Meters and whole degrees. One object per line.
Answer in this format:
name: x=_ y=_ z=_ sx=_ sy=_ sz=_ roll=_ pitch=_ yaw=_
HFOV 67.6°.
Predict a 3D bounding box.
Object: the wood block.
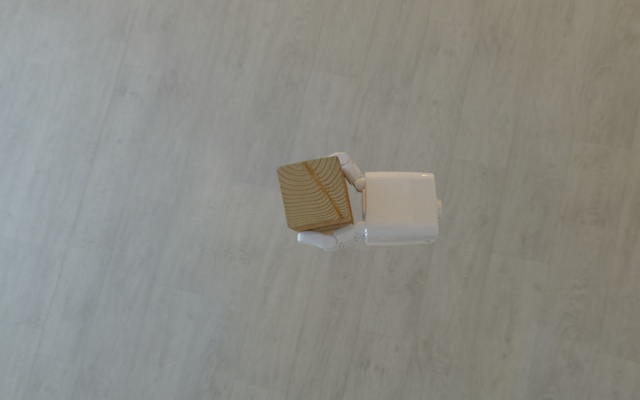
wood block: x=0.000 y=0.002 z=0.759 sx=0.090 sy=0.091 sz=0.206 roll=-11 pitch=-10 yaw=4
